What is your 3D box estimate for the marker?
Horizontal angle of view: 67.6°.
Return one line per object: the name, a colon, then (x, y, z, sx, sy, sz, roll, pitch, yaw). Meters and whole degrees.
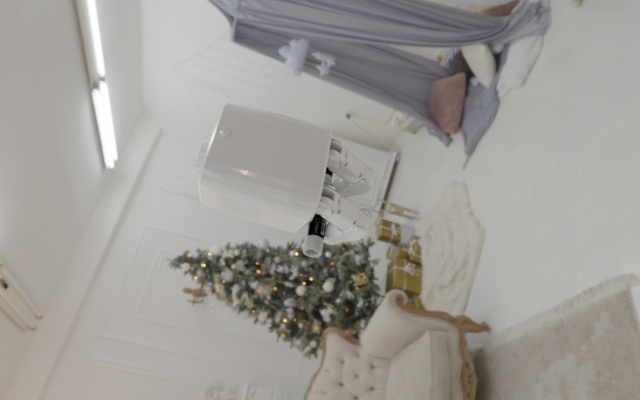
marker: (0.000, 0.002, 0.498, 0.020, 0.121, 0.020, 7, -33, 4)
